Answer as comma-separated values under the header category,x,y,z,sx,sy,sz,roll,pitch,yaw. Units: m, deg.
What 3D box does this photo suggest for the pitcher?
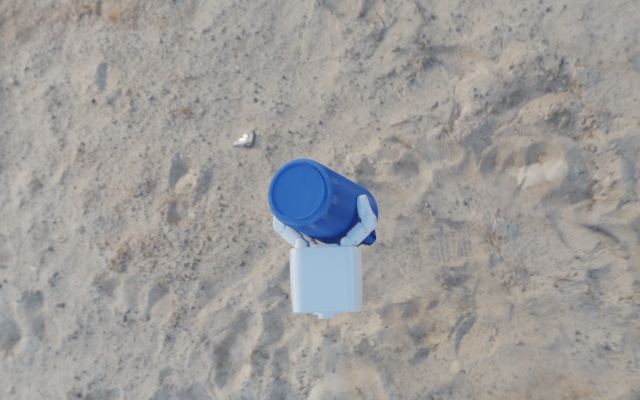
category,x,y,z,sx,sy,sz,roll,pitch,yaw
pitcher,0.000,0.003,0.830,0.149,0.145,0.243,-5,-13,20
